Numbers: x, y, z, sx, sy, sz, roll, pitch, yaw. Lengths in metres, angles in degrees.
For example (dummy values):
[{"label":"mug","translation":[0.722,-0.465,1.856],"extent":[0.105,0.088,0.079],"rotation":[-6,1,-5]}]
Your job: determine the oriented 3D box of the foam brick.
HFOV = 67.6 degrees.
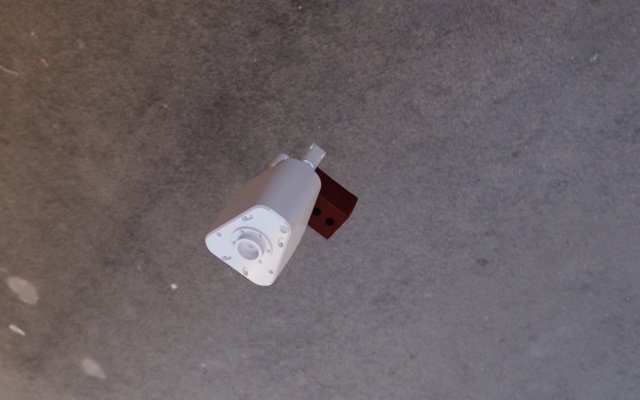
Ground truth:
[{"label":"foam brick","translation":[0.000,0.002,0.629],"extent":[0.078,0.053,0.051],"rotation":[37,34,-7]}]
